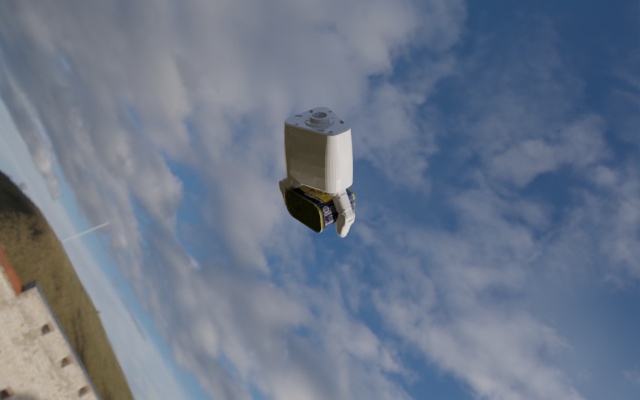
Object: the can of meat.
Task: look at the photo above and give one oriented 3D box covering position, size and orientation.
[{"bbox_3d":[0.000,0.003,0.855,0.084,0.057,0.102,-27,38,-31],"label":"can of meat"}]
